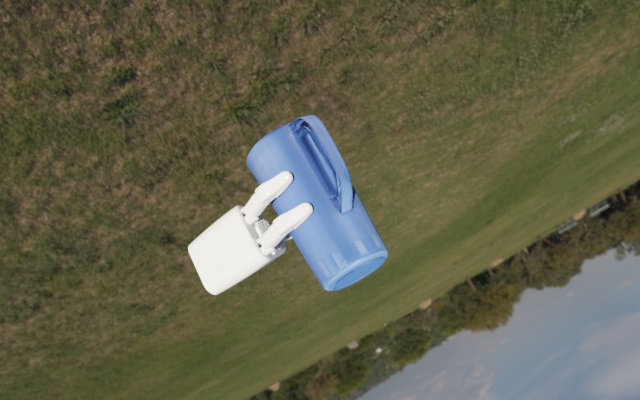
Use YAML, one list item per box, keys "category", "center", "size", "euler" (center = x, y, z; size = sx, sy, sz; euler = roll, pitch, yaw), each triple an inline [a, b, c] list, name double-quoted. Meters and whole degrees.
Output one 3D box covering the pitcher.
- category: "pitcher"
  center: [0.000, 0.002, 0.714]
  size: [0.145, 0.242, 0.149]
  euler: [-35, -20, 11]
